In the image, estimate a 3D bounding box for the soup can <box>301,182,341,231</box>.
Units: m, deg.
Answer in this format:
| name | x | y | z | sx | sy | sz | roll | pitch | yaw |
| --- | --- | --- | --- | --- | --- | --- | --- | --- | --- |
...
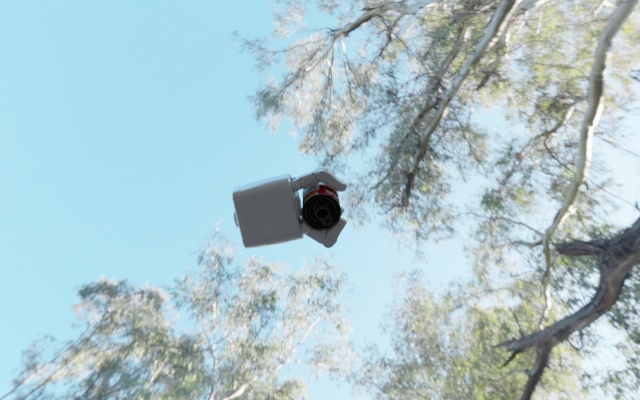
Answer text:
| name | x | y | z | sx | sy | sz | roll | pitch | yaw |
| --- | --- | --- | --- | --- | --- | --- | --- | --- | --- |
| soup can | 0.001 | 0.002 | 0.850 | 0.068 | 0.068 | 0.102 | 0 | 21 | -1 |
